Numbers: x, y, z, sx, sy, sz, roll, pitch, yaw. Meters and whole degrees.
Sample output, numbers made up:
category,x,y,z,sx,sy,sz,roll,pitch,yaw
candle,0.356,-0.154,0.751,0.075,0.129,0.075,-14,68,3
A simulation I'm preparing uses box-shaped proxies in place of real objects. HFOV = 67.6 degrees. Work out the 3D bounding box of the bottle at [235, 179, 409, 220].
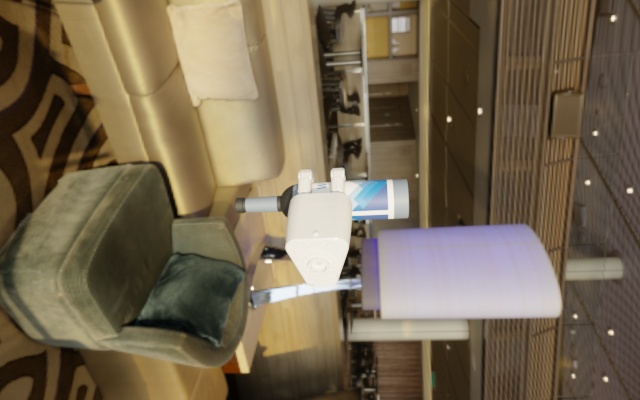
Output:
category,x,y,z,sx,sy,sz,roll,pitch,yaw
bottle,0.000,0.003,0.821,0.296,0.069,0.069,-2,0,6
